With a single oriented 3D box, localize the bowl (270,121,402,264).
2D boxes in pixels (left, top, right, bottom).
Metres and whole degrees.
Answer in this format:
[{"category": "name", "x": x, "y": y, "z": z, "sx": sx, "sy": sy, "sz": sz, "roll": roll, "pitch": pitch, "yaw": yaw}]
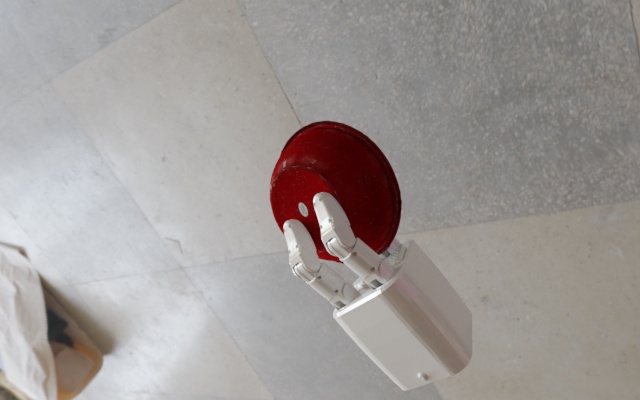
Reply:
[{"category": "bowl", "x": -0.001, "y": 0.001, "z": 0.497, "sx": 0.162, "sy": 0.162, "sz": 0.055, "roll": 0, "pitch": 17, "yaw": 38}]
